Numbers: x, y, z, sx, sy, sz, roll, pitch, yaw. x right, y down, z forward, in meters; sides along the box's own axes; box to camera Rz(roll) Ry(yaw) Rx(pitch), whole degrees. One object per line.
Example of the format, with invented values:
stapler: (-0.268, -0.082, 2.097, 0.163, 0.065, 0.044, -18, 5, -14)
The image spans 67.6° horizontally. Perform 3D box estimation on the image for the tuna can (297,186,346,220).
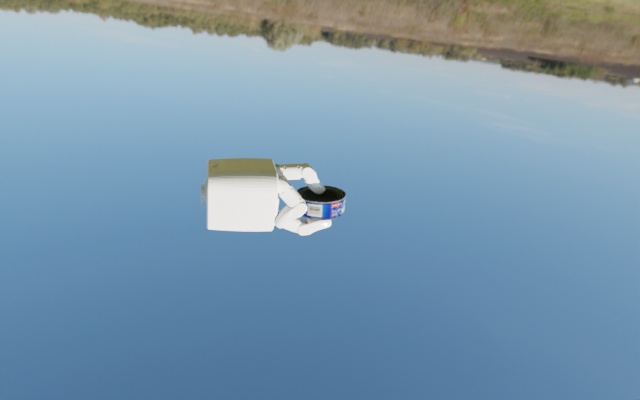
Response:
tuna can: (0.000, 0.003, 0.821, 0.086, 0.034, 0.086, 2, 21, -1)
